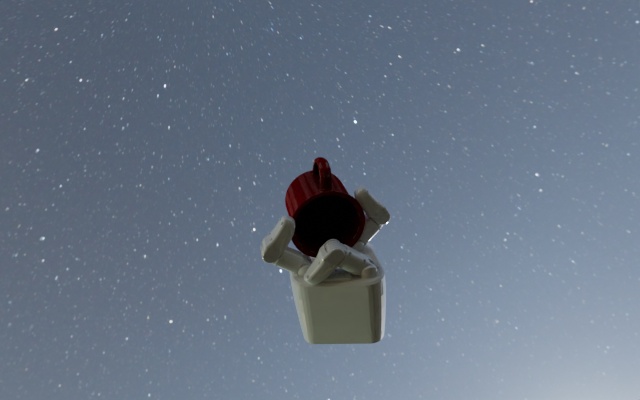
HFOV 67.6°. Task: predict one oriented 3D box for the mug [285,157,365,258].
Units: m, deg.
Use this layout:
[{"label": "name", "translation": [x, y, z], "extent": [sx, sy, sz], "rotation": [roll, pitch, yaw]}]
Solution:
[{"label": "mug", "translation": [0.000, 0.001, 0.597], "extent": [0.093, 0.117, 0.081], "rotation": [-8, 29, -10]}]
